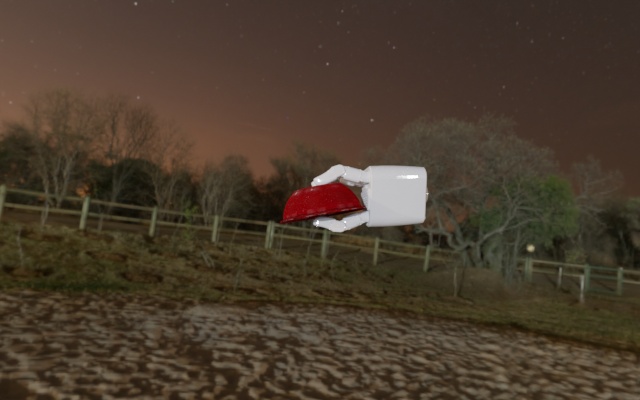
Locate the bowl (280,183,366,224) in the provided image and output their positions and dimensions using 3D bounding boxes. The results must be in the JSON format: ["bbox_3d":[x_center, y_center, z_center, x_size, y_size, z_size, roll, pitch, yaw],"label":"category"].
[{"bbox_3d":[-0.001,0.003,0.885,0.162,0.055,0.162,-10,-4,-1],"label":"bowl"}]
